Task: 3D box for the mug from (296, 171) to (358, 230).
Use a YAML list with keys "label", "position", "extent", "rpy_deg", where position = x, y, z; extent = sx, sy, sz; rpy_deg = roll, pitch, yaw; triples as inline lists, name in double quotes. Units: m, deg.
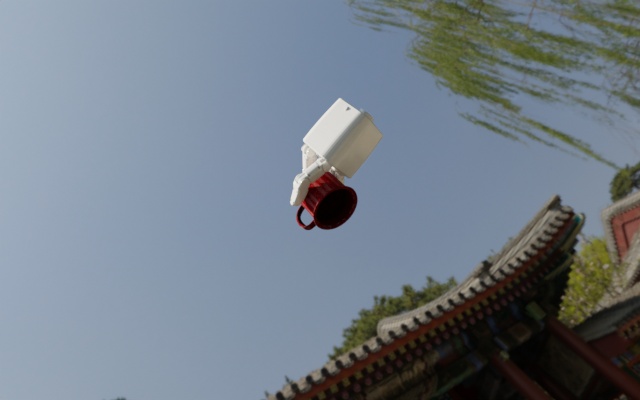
- label: "mug"
  position: [-0.001, 0.004, 0.883]
  extent: [0.093, 0.117, 0.081]
  rpy_deg: [34, 8, -46]
